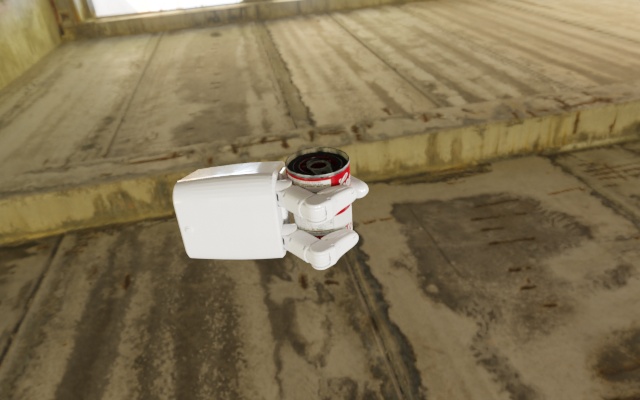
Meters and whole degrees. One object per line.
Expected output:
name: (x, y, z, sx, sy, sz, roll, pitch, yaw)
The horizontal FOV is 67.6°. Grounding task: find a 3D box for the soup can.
soup can: (0.001, 0.002, 0.523, 0.068, 0.102, 0.068, -4, 31, 2)
